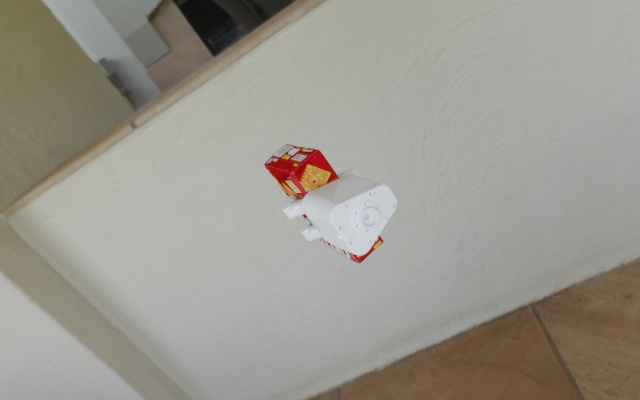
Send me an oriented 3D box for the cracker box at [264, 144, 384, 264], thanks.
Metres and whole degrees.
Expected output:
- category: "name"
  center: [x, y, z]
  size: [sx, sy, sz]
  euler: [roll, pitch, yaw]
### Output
- category: "cracker box"
  center: [0.000, 0.003, 0.879]
  size: [0.072, 0.214, 0.164]
  euler: [-41, 23, -12]
